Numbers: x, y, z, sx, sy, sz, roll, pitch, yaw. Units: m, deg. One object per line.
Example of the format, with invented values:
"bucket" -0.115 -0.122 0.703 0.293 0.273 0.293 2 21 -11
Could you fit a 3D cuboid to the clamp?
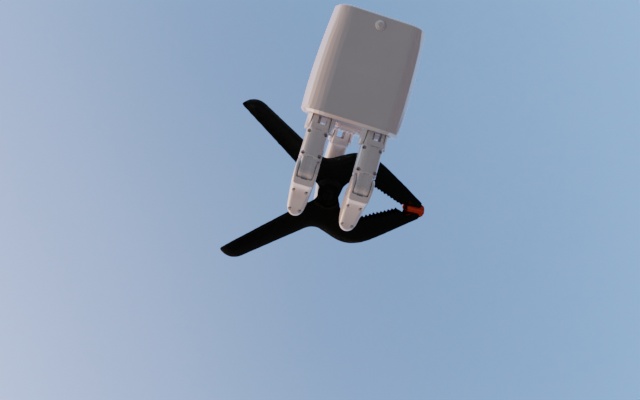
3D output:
"clamp" 0.001 0.001 0.501 0.210 0.164 0.036 17 7 -4
